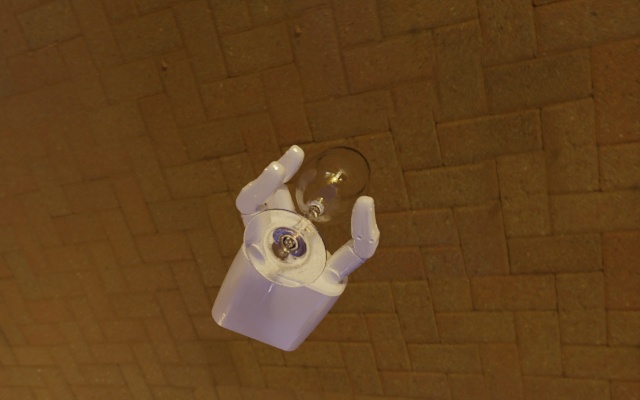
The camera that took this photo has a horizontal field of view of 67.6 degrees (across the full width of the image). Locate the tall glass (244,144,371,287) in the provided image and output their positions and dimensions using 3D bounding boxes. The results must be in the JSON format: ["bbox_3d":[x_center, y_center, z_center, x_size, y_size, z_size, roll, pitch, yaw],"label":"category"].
[{"bbox_3d":[0.000,0.002,0.481,0.079,0.079,0.201,0,24,20],"label":"tall glass"}]
